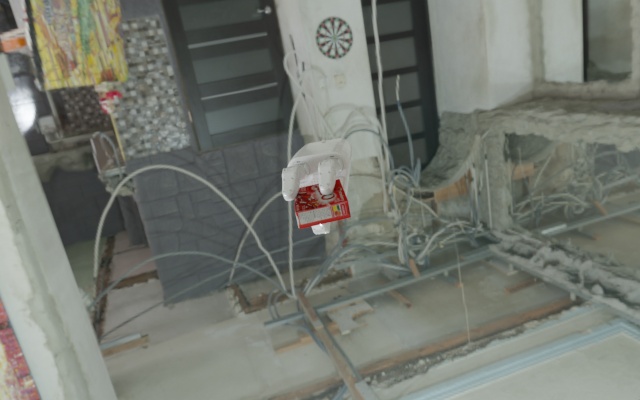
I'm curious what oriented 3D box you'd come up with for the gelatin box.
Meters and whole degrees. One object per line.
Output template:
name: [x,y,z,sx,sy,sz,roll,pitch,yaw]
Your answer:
gelatin box: [0.000,0.003,0.680,0.073,0.030,0.089,-12,23,0]
